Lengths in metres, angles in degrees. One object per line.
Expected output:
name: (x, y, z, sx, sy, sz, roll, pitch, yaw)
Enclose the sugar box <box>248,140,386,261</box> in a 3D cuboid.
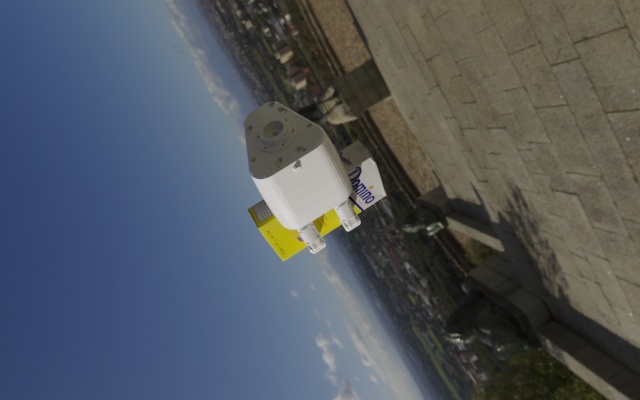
sugar box: (0.000, 0.002, 0.653, 0.176, 0.048, 0.093, -31, -40, -2)
